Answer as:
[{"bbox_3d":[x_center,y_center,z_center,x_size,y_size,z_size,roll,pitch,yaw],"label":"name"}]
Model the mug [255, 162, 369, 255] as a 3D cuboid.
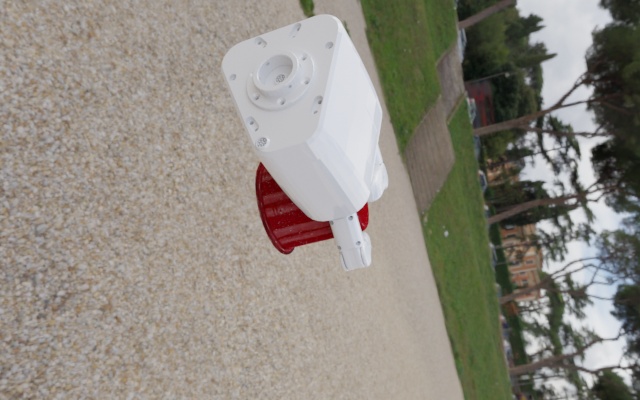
[{"bbox_3d":[0.001,0.002,0.456,0.081,0.093,0.117,-14,-26,15],"label":"mug"}]
